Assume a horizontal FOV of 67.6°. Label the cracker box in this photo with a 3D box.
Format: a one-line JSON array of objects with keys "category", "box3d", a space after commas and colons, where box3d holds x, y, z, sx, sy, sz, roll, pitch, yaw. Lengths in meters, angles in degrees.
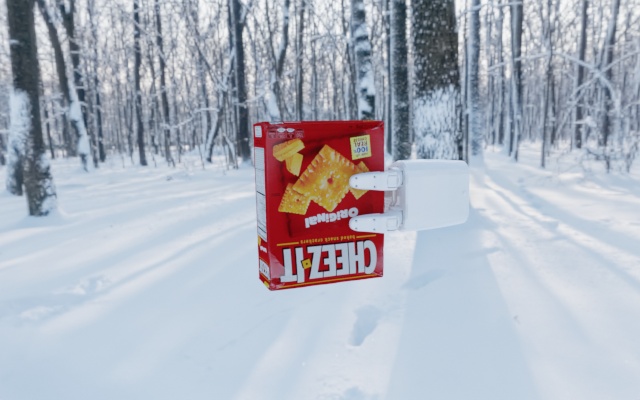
[{"category": "cracker box", "box3d": [0.000, 0.002, 0.636, 0.164, 0.214, 0.072, -4, 9, -19]}]
